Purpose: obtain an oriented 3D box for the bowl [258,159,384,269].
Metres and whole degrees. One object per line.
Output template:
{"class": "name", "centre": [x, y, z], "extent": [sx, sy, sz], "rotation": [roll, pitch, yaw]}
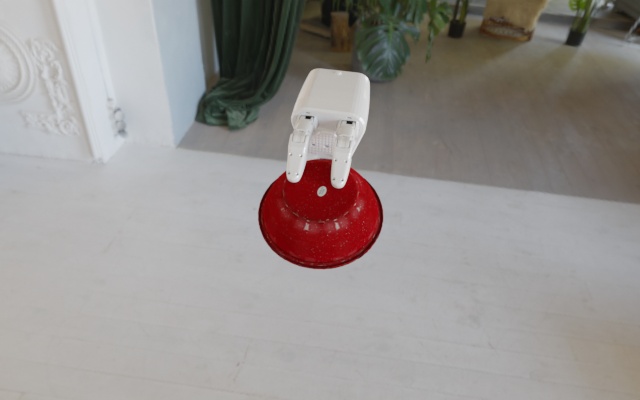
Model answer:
{"class": "bowl", "centre": [0.000, 0.003, 0.594], "extent": [0.162, 0.162, 0.055], "rotation": [0, -34, 0]}
